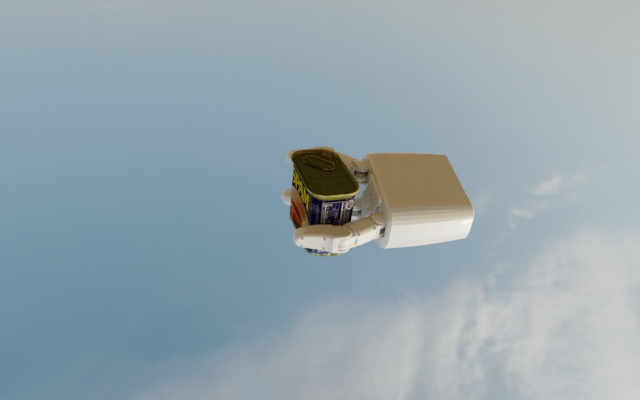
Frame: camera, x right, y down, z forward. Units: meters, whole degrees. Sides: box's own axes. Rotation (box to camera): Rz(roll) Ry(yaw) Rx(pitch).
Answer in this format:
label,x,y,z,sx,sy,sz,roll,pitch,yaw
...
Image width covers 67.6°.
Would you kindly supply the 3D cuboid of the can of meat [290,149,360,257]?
label,x,y,z,sx,sy,sz,roll,pitch,yaw
can of meat,0.000,0.002,0.544,0.057,0.084,0.102,-5,34,-17
